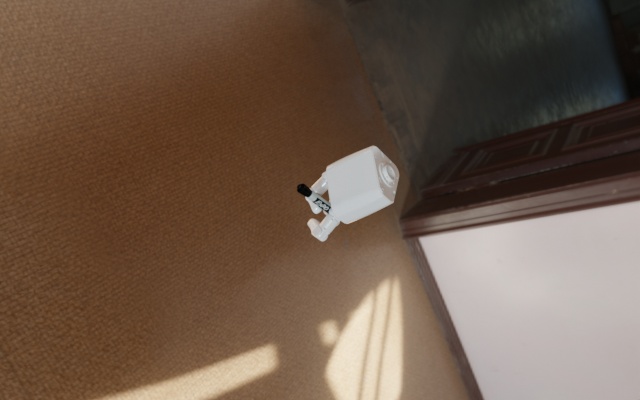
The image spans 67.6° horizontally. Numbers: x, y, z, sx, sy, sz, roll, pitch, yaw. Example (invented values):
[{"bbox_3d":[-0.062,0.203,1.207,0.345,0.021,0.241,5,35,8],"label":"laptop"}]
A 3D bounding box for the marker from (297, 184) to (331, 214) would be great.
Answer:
[{"bbox_3d":[0.000,0.003,0.881,0.020,0.020,0.121,0,-28,46],"label":"marker"}]
